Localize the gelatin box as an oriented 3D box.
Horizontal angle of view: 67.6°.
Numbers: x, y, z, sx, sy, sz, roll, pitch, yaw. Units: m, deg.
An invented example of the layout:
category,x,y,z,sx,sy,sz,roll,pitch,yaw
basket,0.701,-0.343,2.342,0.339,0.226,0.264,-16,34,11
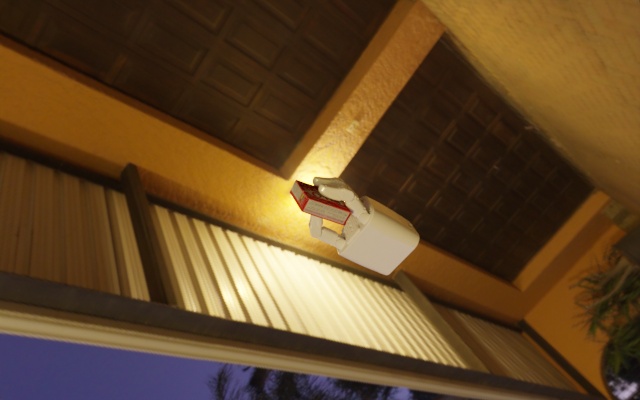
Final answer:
category,x,y,z,sx,sy,sz,roll,pitch,yaw
gelatin box,0.000,0.003,0.807,0.089,0.030,0.073,18,19,-28
